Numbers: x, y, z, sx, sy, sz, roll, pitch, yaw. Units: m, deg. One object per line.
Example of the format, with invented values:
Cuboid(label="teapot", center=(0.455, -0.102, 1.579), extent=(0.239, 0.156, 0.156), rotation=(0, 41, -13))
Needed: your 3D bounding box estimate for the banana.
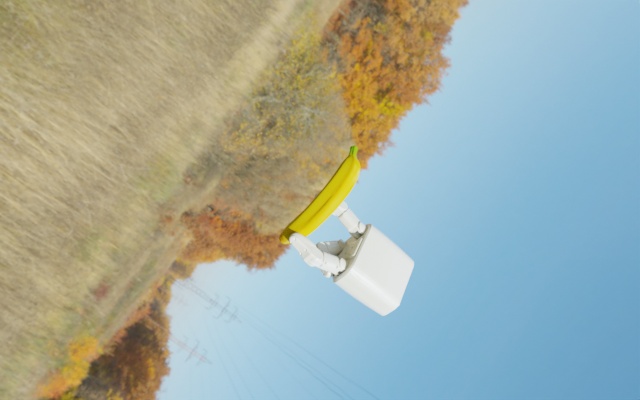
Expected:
Cuboid(label="banana", center=(0.003, 0.005, 0.737), extent=(0.037, 0.198, 0.069), rotation=(38, 12, -11))
